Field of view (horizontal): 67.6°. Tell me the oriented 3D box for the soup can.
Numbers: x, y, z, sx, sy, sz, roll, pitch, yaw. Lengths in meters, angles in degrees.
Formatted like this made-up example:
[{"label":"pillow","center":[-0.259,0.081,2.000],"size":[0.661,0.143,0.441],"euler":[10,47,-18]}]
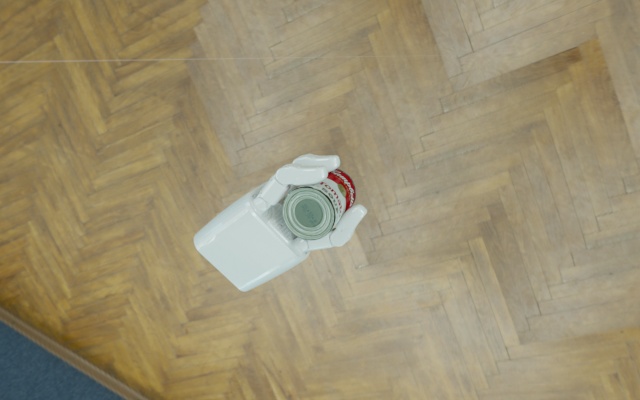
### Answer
[{"label":"soup can","center":[0.000,0.002,0.599],"size":[0.068,0.068,0.102],"euler":[0,16,18]}]
